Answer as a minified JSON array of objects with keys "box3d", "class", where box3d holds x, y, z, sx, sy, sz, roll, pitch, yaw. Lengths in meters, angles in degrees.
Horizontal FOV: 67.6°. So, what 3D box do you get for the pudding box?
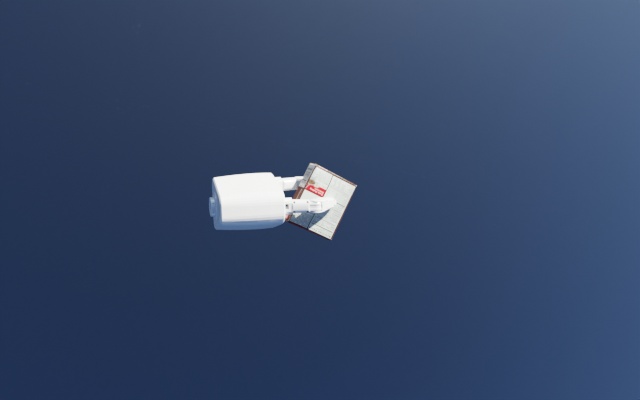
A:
[{"box3d":[0.000,0.003,0.852,0.090,0.113,0.039,26,1,-20],"class":"pudding box"}]
